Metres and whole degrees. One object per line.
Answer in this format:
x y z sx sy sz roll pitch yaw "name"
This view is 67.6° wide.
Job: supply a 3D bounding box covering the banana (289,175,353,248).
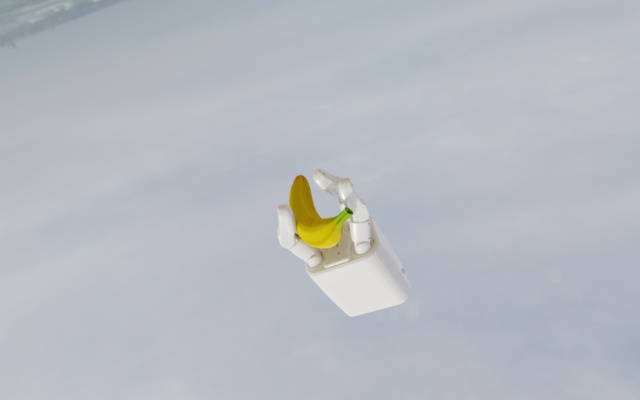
-0.009 0.018 0.636 0.037 0.069 0.197 34 1 -26 "banana"
